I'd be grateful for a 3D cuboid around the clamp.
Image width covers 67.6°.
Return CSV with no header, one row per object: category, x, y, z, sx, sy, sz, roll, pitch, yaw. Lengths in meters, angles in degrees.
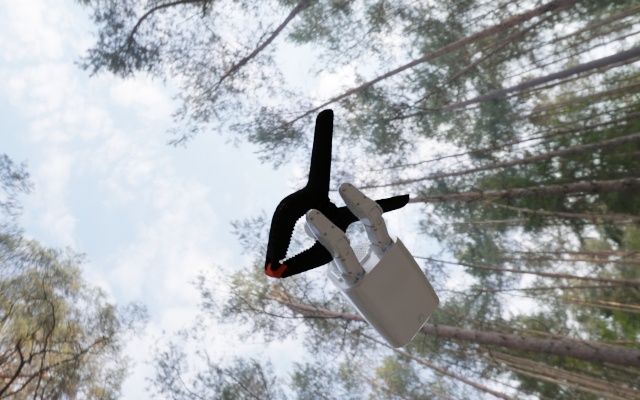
clamp,0.000,0.002,0.573,0.210,0.164,0.036,-44,13,-23
